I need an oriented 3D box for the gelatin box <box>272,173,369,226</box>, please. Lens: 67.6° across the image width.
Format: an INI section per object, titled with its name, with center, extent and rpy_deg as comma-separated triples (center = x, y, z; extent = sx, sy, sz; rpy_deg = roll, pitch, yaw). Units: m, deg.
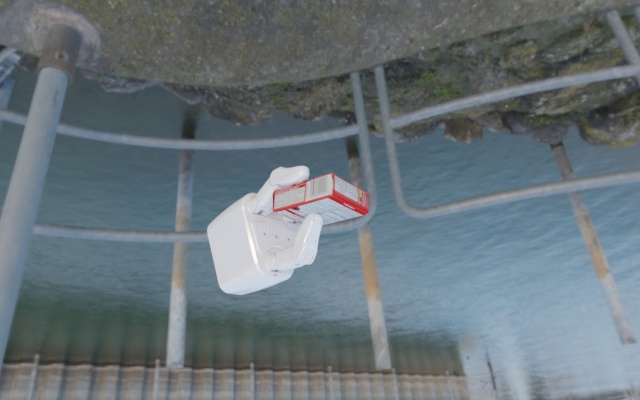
[gelatin box]
center = 0.000, 0.002, 0.554
extent = 0.089, 0.030, 0.073
rpy_deg = -15, -27, 35
